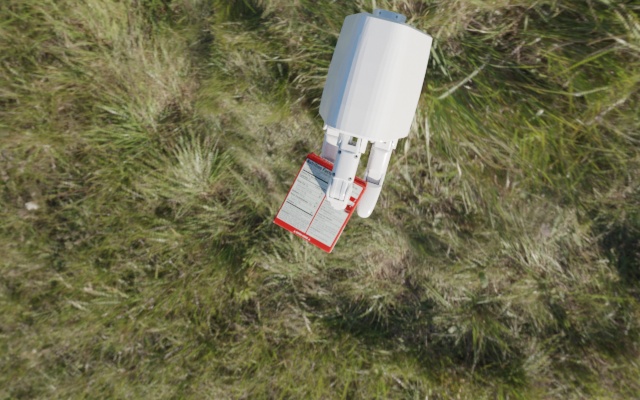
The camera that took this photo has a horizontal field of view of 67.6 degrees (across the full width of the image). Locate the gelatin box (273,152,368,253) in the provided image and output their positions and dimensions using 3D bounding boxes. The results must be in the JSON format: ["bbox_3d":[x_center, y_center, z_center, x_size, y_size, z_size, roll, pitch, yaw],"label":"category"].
[{"bbox_3d":[0.000,0.002,0.531,0.073,0.089,0.030,29,14,2],"label":"gelatin box"}]
